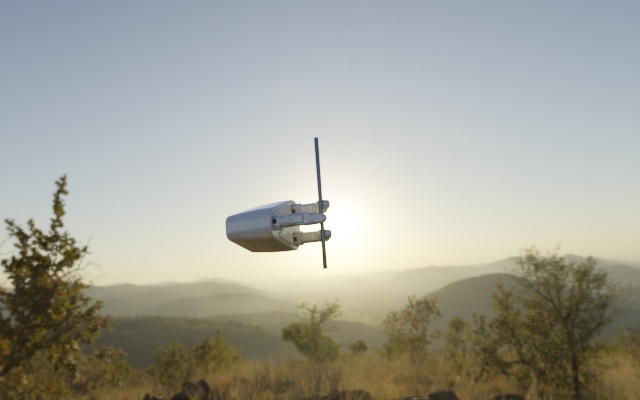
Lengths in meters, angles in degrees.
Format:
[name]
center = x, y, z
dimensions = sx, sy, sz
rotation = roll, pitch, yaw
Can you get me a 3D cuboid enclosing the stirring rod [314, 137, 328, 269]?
[stirring rod]
center = 0.000, 0.003, 0.864
dimensions = 0.011, 0.239, 0.011
rotation = -4, -8, -1
